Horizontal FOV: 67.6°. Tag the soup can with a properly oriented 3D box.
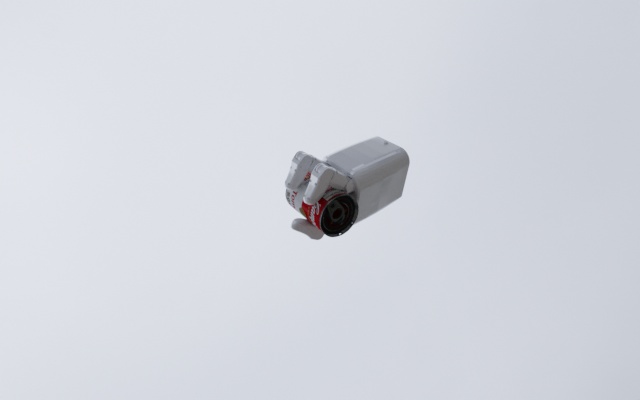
[{"bbox_3d":[0.000,0.003,0.722,0.068,0.068,0.102,0,24,-37],"label":"soup can"}]
